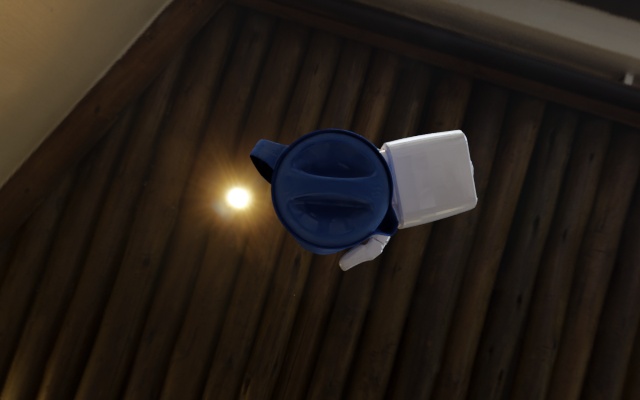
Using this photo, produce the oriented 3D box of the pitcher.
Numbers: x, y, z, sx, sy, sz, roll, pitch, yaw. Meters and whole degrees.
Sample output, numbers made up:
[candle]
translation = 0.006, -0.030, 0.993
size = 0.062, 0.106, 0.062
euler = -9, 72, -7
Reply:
[pitcher]
translation = 0.000, 0.002, 0.625
size = 0.145, 0.149, 0.243
euler = -15, -10, -5
